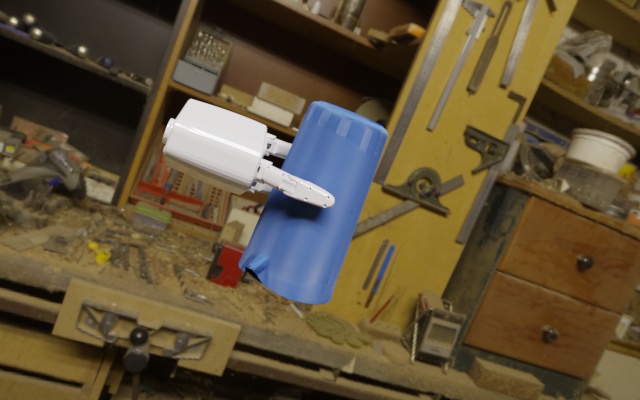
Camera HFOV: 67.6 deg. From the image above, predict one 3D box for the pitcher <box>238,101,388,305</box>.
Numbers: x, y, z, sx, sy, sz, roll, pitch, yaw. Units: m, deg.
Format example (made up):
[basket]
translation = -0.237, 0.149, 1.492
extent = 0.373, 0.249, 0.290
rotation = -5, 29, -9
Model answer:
[pitcher]
translation = 0.000, 0.002, 0.634
extent = 0.145, 0.243, 0.149
rotation = 20, 8, -12
